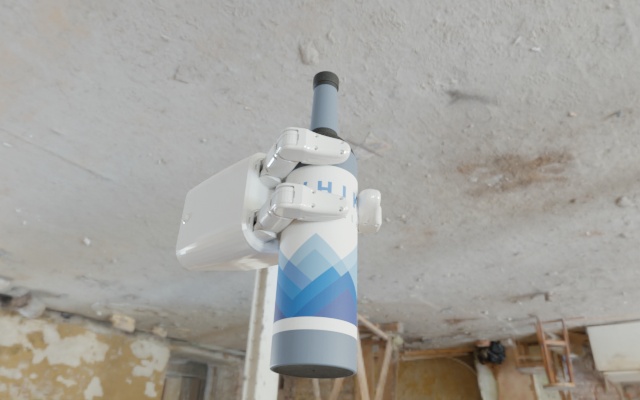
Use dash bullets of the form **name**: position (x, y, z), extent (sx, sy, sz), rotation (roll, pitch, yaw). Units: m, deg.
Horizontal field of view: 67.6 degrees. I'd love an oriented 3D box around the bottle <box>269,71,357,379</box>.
- **bottle**: position (0.000, 0.002, 0.433), extent (0.069, 0.295, 0.069), rotation (2, -29, 1)
